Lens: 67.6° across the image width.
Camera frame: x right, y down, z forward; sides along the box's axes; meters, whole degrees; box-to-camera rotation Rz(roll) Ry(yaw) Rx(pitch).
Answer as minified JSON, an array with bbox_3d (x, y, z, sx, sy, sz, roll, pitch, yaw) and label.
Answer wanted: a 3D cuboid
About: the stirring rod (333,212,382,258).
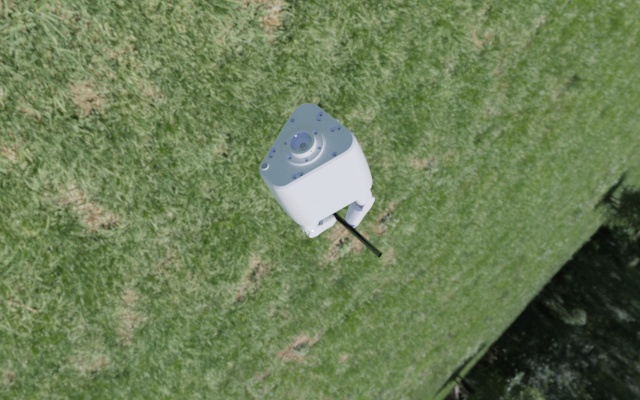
[{"bbox_3d":[0.000,0.002,0.695,0.239,0.011,0.011,42,22,27],"label":"stirring rod"}]
